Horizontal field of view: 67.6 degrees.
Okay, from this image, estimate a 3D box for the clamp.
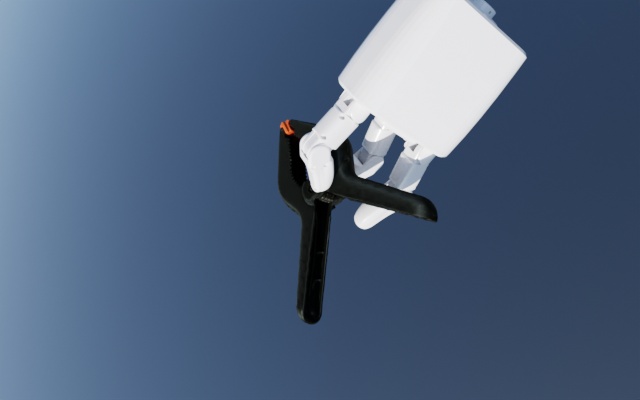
[{"bbox_3d":[-0.001,0.001,0.466,0.036,0.164,0.210,19,28,-45],"label":"clamp"}]
